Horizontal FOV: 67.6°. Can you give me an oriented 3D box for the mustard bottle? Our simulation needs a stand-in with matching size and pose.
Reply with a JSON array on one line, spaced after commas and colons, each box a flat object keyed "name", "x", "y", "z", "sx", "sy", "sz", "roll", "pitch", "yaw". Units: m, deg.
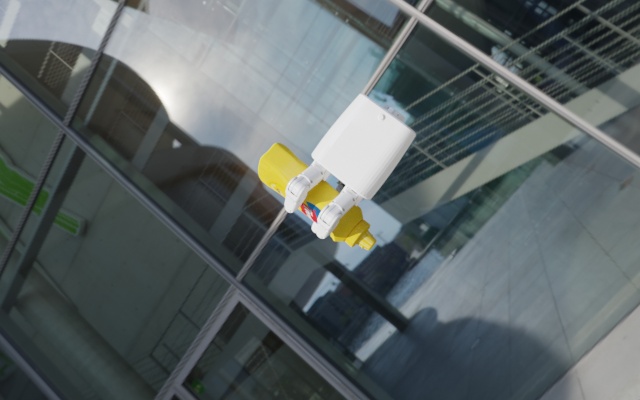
[{"name": "mustard bottle", "x": 0.000, "y": 0.002, "z": 0.673, "sx": 0.191, "sy": 0.058, "sz": 0.096, "roll": 39, "pitch": -15, "yaw": 12}]
